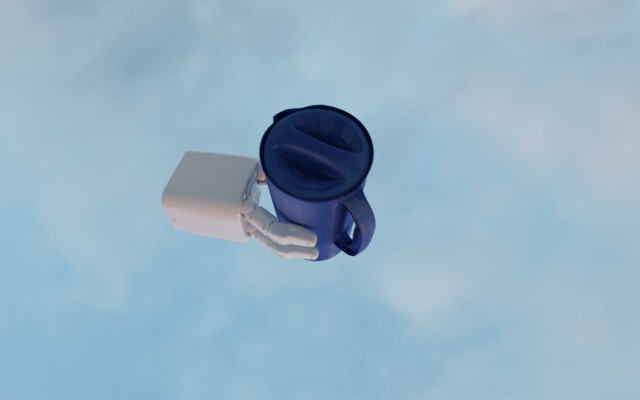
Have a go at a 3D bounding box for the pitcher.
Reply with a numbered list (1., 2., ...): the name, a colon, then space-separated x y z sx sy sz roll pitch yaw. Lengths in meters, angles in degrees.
1. pitcher: 0.000 0.002 0.647 0.145 0.149 0.243 7 -27 4
